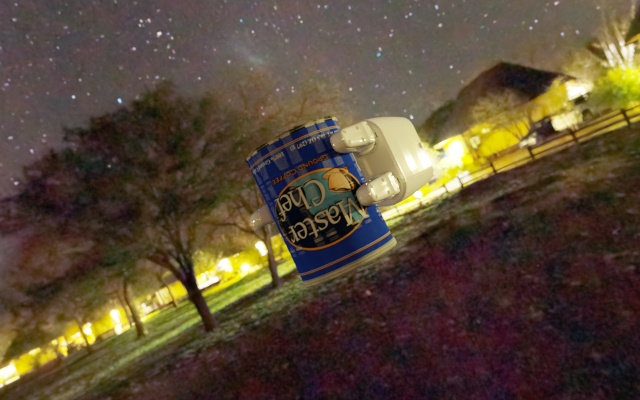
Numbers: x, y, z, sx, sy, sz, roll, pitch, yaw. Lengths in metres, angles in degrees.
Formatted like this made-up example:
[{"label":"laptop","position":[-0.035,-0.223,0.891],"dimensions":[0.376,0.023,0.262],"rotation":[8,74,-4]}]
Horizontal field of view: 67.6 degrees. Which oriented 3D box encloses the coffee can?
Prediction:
[{"label":"coffee can","position":[0.000,0.002,0.481],"dimensions":[0.103,0.140,0.103],"rotation":[-26,-2,-1]}]
